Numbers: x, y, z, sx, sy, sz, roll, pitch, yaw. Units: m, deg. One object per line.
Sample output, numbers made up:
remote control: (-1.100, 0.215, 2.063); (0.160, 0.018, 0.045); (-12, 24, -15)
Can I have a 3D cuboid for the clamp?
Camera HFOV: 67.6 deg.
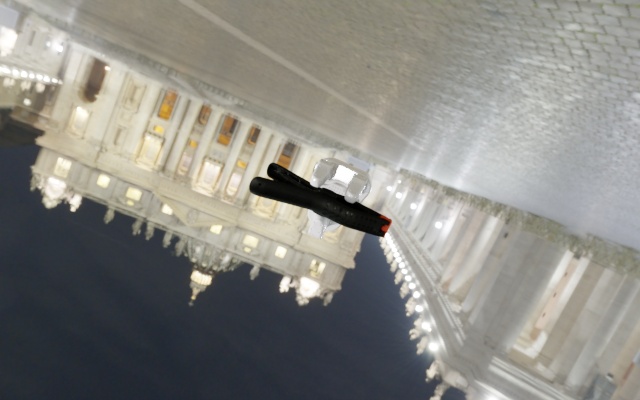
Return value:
clamp: (0.000, 0.003, 0.678); (0.210, 0.036, 0.164); (24, 13, 4)
